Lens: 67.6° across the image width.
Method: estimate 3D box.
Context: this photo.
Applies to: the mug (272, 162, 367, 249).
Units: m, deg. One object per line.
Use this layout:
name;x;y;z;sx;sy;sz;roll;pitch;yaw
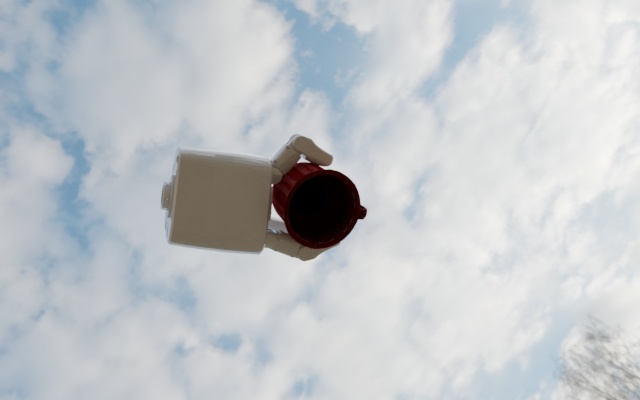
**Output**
mug;0.001;0.002;0.575;0.117;0.093;0.081;8;12;-23
